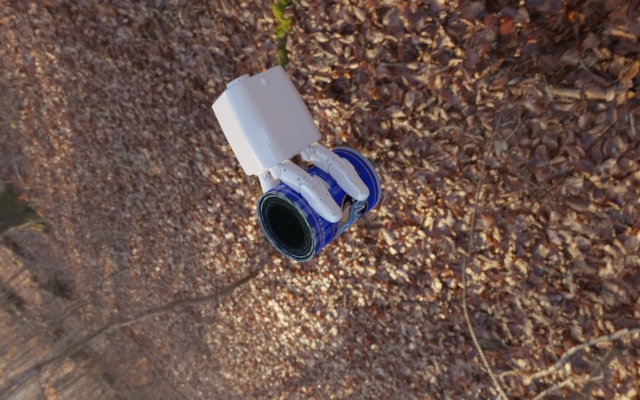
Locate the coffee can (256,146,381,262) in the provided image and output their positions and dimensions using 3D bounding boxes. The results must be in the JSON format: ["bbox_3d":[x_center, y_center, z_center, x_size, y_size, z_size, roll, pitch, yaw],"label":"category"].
[{"bbox_3d":[0.000,0.002,0.640,0.103,0.103,0.140,0,28,47],"label":"coffee can"}]
